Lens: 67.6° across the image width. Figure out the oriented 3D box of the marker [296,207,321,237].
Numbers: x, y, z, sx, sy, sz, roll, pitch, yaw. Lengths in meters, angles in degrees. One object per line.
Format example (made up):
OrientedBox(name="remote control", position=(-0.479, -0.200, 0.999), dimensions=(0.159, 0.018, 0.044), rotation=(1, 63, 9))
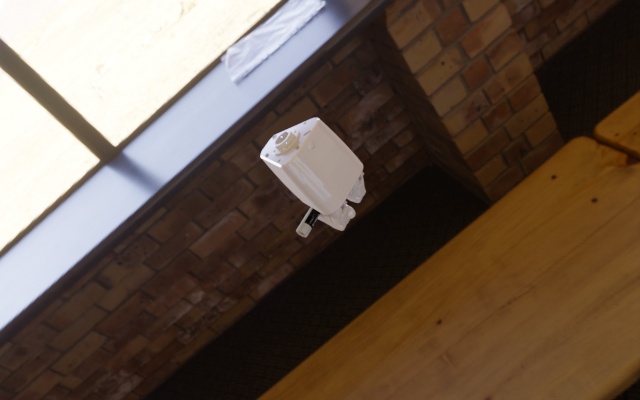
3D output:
OrientedBox(name="marker", position=(0.000, 0.002, 0.738), dimensions=(0.020, 0.121, 0.020), rotation=(26, -23, 12))
